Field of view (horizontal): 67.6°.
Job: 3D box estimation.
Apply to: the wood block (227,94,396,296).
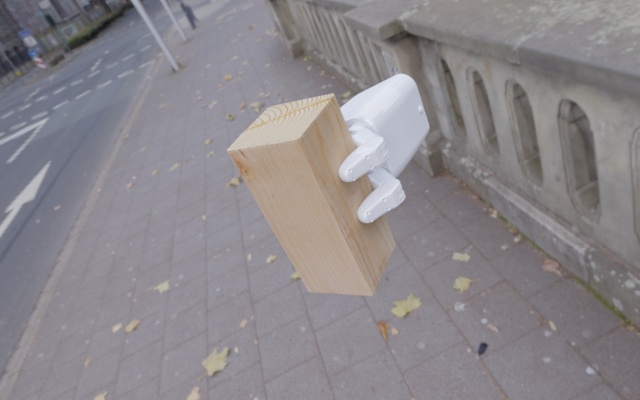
[{"bbox_3d":[0.000,0.001,0.525,0.091,0.206,0.090,-3,37,34],"label":"wood block"}]
